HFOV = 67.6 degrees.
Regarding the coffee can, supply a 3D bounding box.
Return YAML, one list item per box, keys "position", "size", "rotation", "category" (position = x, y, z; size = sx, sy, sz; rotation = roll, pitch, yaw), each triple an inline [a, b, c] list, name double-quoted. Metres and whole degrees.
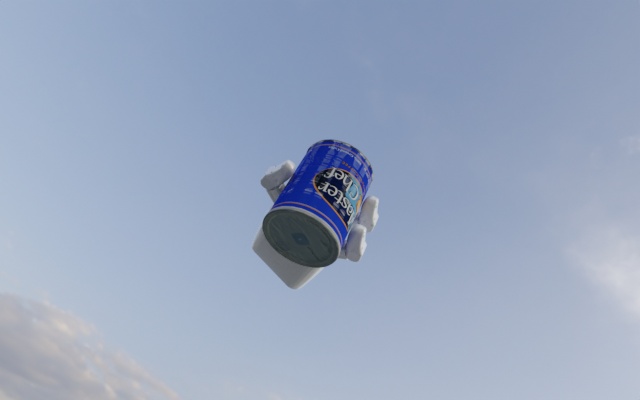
- position: [0.000, 0.002, 0.627]
  size: [0.103, 0.103, 0.140]
  rotation: [0, 42, 30]
  category: "coffee can"
